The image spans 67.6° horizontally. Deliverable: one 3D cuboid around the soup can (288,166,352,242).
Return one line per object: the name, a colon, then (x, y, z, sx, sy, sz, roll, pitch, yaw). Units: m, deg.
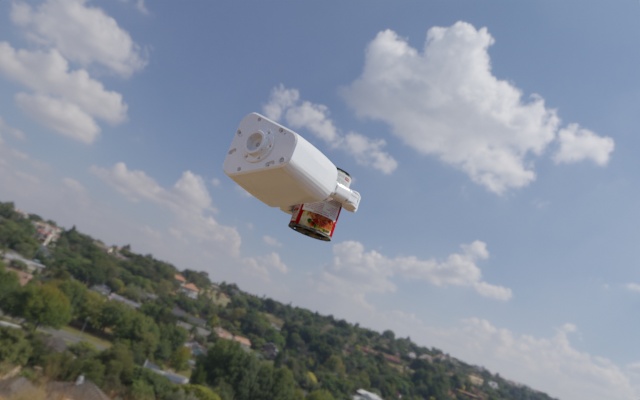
soup can: (0.001, 0.002, 0.719, 0.068, 0.102, 0.068, 19, -13, 4)
